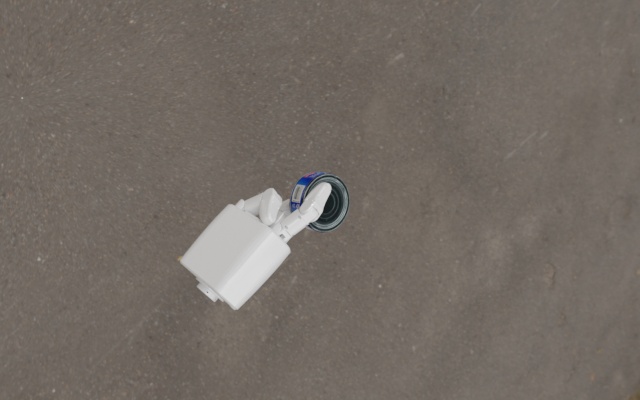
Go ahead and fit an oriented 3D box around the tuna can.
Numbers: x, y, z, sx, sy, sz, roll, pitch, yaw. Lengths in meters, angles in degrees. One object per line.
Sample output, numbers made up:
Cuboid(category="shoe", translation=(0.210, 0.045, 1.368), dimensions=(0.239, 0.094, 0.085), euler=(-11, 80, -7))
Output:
Cuboid(category="tuna can", translation=(0.000, 0.002, 0.684), dimensions=(0.086, 0.086, 0.033), euler=(0, 6, -36))
